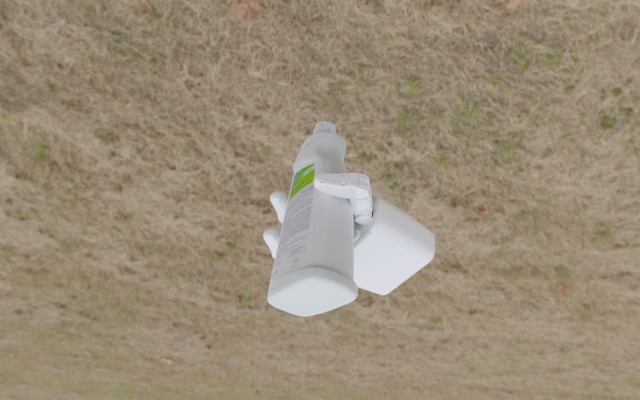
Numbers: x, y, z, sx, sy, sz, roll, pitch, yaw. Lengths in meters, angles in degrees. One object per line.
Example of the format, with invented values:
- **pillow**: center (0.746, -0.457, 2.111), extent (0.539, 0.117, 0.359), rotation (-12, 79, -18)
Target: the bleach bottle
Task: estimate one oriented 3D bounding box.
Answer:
- **bleach bottle**: center (0.000, 0.002, 0.564), extent (0.068, 0.250, 0.102), rotation (29, -40, -28)
